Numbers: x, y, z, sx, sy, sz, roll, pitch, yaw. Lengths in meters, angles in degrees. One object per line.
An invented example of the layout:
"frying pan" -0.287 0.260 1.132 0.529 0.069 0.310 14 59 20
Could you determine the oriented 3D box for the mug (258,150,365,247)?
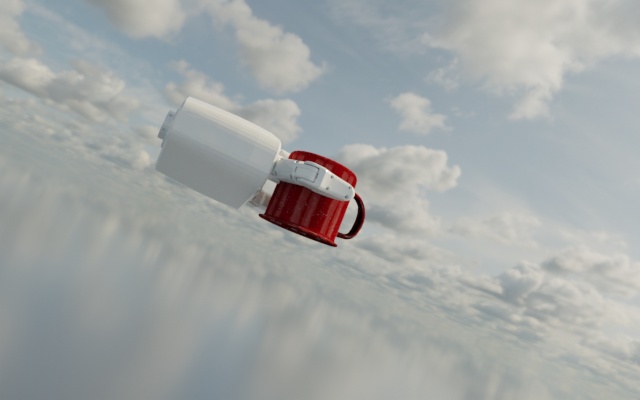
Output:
"mug" 0.001 0.002 0.530 0.117 0.081 0.093 25 -8 -20
